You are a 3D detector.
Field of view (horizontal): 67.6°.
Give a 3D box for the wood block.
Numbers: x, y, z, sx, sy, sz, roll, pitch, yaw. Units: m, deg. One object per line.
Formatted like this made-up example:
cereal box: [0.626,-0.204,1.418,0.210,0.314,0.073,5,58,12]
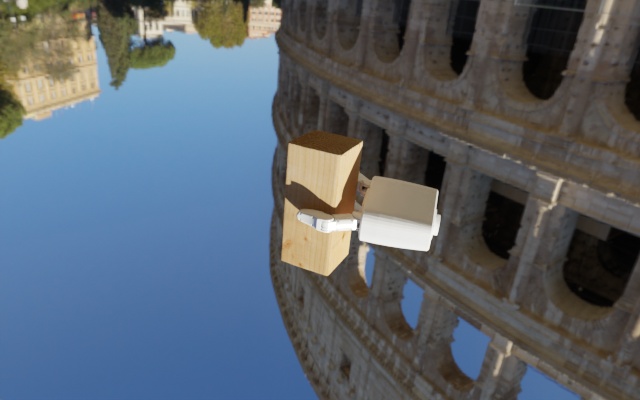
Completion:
wood block: [0.000,0.003,0.770,0.090,0.206,0.090,16,27,22]
